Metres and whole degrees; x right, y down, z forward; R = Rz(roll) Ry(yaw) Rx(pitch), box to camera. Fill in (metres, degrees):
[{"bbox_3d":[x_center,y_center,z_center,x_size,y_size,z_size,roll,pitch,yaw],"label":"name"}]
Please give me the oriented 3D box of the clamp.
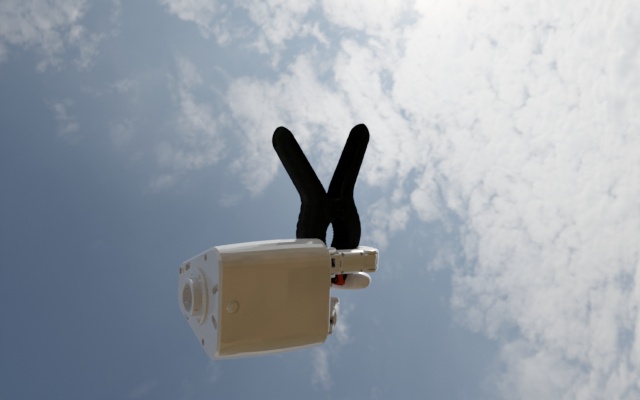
[{"bbox_3d":[0.000,0.002,0.482,0.120,0.171,0.039,2,0,-35],"label":"clamp"}]
